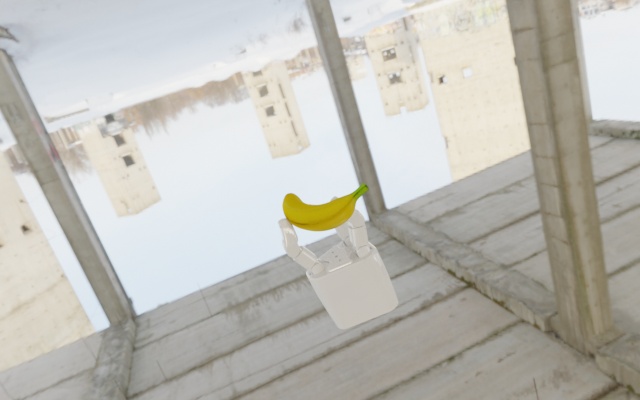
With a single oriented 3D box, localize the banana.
[{"bbox_3d":[-0.009,0.014,0.685,0.069,0.037,0.198,-47,24,-28],"label":"banana"}]
